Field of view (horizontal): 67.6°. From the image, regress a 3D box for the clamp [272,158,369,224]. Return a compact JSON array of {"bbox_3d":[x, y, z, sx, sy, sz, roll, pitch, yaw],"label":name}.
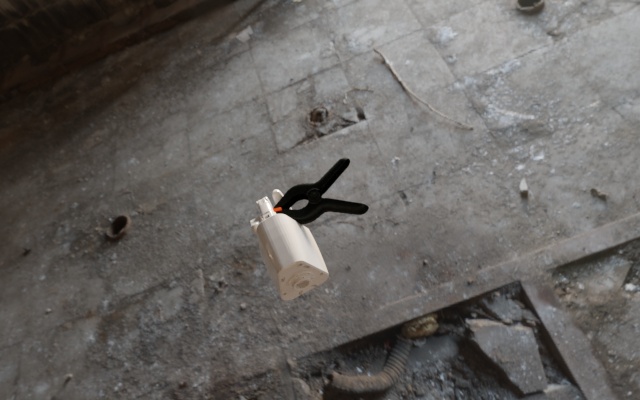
[{"bbox_3d":[0.000,0.002,0.860,0.171,0.120,0.039,-29,-36,0],"label":"clamp"}]
